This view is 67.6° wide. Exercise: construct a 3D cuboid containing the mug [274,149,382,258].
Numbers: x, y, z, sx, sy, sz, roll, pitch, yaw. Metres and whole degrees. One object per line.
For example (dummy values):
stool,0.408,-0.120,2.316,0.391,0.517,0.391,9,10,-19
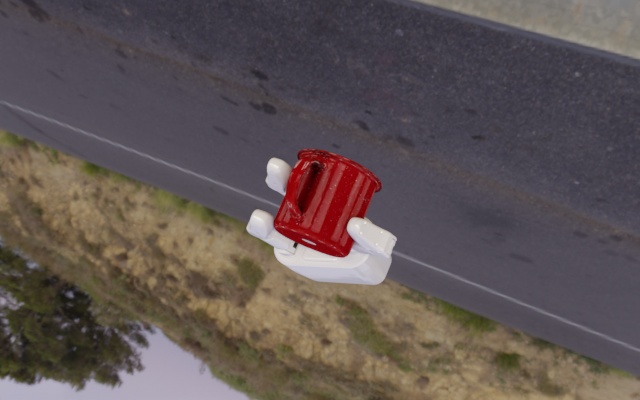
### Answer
mug,0.000,0.001,0.467,0.093,0.081,0.117,16,-15,27
